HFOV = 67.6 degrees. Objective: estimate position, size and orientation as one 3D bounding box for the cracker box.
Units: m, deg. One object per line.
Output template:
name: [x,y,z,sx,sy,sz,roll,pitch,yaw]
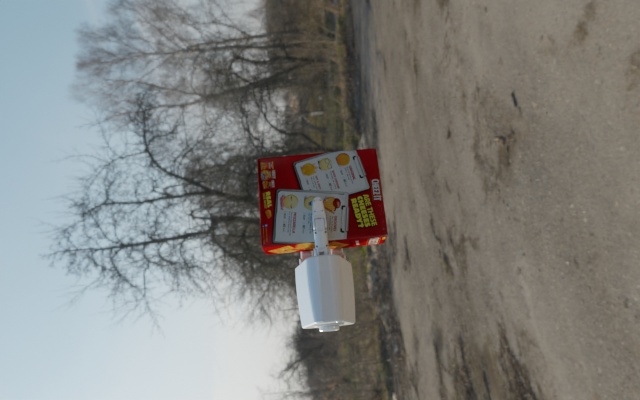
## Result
cracker box: [0.000,0.003,0.848,0.214,0.164,0.072,-5,-18,-1]
